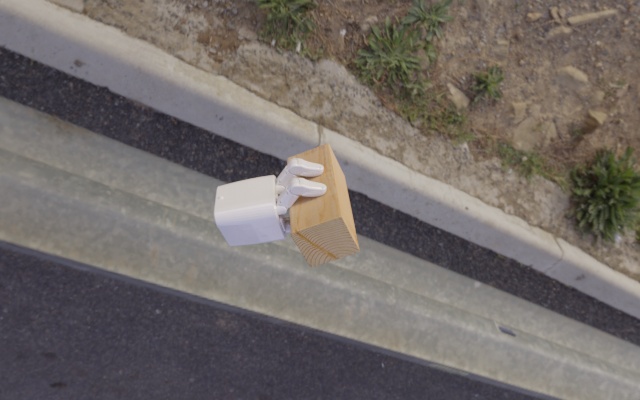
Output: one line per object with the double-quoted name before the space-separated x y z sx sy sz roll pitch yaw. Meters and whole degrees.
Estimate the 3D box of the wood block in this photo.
"wood block" 0.000 0.003 0.845 0.090 0.091 0.206 -19 40 10
